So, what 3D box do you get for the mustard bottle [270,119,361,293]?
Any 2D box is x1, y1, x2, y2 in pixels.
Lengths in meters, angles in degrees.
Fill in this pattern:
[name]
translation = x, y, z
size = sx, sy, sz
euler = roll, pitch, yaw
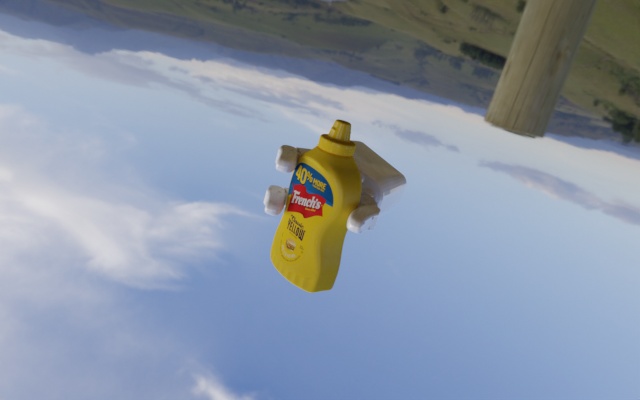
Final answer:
[mustard bottle]
translation = 0.000, 0.002, 0.546
size = 0.058, 0.192, 0.096
euler = 1, 24, -39
